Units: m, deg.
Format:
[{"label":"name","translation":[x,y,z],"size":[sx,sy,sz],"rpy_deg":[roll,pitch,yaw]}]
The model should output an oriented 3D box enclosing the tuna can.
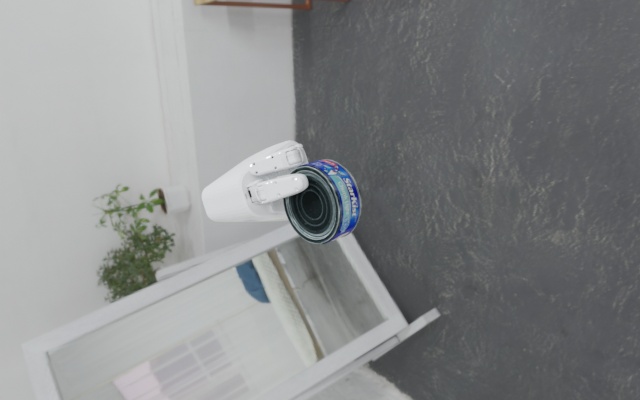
[{"label":"tuna can","translation":[0.000,0.002,0.499],"size":[0.086,0.086,0.033],"rpy_deg":[0,13,45]}]
